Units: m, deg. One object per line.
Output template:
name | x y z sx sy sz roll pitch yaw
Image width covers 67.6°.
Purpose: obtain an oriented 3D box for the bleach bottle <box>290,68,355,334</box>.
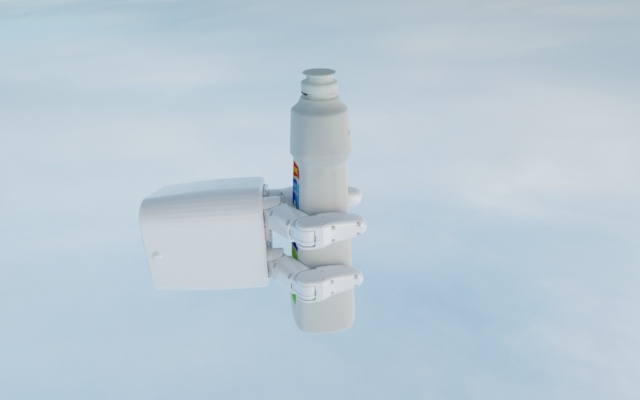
bleach bottle | 0.000 0.002 0.457 0.068 0.251 0.102 -3 28 -5
